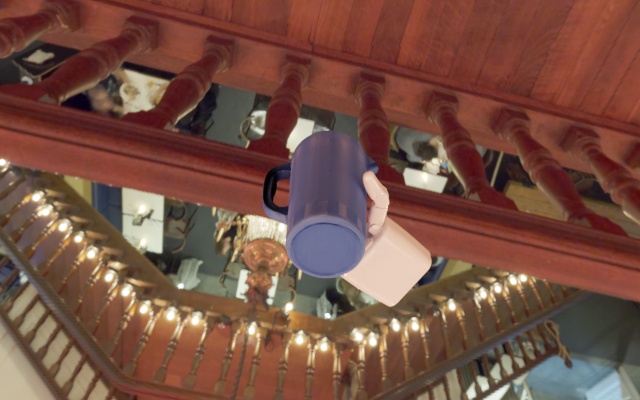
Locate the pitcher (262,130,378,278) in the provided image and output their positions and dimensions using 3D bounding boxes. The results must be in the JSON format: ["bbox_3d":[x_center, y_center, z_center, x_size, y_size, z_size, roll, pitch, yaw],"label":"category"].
[{"bbox_3d":[0.000,0.002,0.732,0.145,0.149,0.242,38,27,-19],"label":"pitcher"}]
